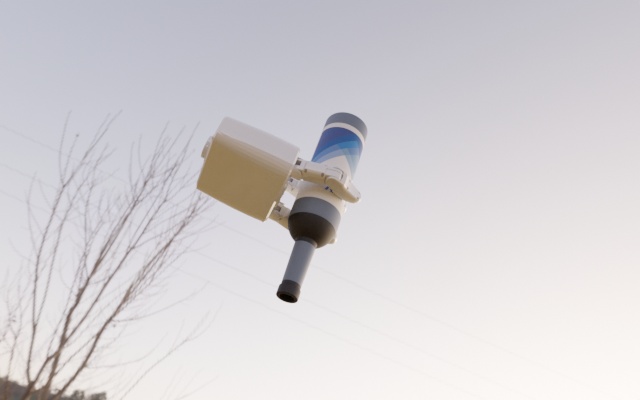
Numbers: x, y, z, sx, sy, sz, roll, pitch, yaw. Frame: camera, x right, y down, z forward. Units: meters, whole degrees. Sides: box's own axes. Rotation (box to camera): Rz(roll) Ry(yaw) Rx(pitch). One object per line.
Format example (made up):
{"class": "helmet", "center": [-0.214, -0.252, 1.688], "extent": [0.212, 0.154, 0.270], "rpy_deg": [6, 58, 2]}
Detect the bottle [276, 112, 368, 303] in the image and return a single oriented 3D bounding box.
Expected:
{"class": "bottle", "center": [0.000, 0.002, 0.646], "extent": [0.069, 0.295, 0.069], "rpy_deg": [13, -36, 9]}
